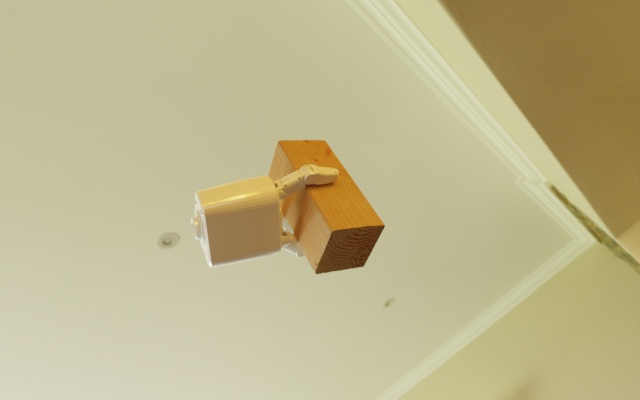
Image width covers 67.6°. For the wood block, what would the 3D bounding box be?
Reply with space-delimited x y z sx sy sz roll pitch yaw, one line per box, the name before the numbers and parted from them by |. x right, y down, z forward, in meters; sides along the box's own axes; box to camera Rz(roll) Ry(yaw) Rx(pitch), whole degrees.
wood block | 0.000 0.002 0.737 0.090 0.091 0.206 -4 44 -30
